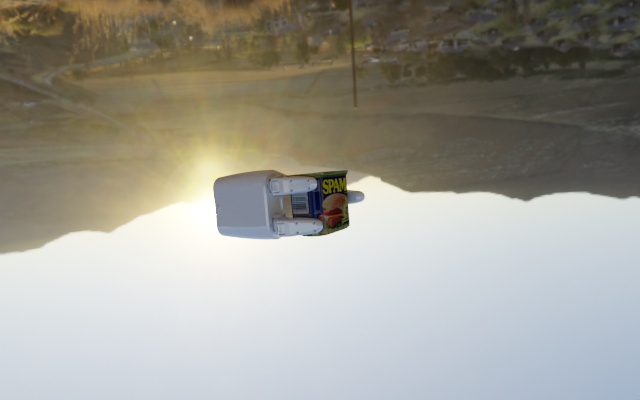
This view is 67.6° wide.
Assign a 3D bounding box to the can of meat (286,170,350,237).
[{"bbox_3d":[0.000,0.003,0.669,0.057,0.084,0.102,-2,4,30],"label":"can of meat"}]
